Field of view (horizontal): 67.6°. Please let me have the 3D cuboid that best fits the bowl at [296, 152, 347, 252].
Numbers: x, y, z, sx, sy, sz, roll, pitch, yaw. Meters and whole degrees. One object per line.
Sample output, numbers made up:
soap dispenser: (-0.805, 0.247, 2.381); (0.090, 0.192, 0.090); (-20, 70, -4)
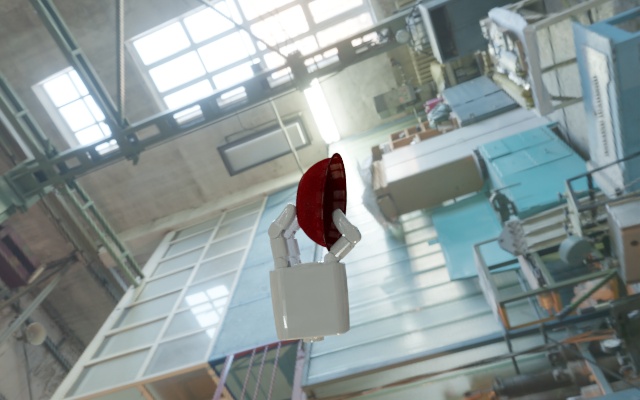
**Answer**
bowl: (0.000, 0.001, 0.765); (0.055, 0.162, 0.162); (4, 1, 16)
